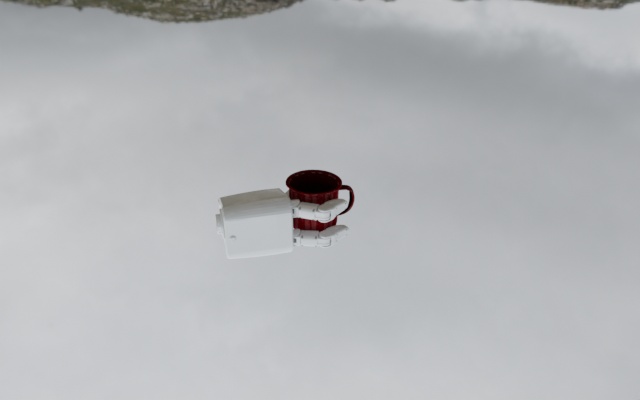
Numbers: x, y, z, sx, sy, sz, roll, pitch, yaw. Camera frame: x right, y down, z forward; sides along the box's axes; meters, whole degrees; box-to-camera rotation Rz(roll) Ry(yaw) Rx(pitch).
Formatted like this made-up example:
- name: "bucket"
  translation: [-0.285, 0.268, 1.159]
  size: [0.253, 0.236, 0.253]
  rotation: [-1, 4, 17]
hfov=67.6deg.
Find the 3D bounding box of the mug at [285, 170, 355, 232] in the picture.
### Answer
- name: "mug"
  translation: [0.002, 0.003, 0.804]
  size: [0.117, 0.081, 0.093]
  rotation: [-6, 30, -13]
